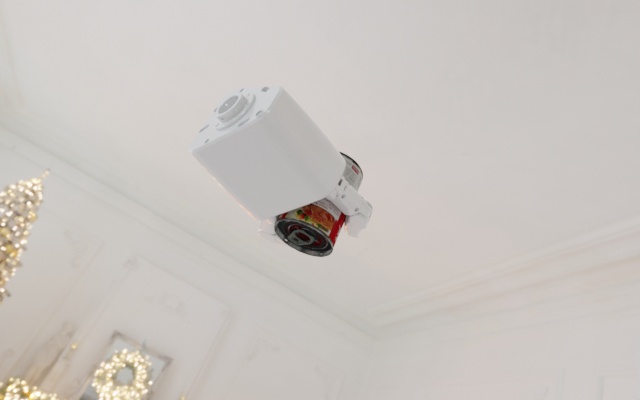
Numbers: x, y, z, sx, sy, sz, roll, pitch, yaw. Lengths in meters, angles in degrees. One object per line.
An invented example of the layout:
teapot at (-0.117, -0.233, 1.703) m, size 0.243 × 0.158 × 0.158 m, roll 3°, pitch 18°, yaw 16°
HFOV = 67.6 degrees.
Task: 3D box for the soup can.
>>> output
soup can at (0.001, 0.002, 0.531) m, size 0.068 × 0.102 × 0.068 m, roll 19°, pitch -31°, yaw 12°
